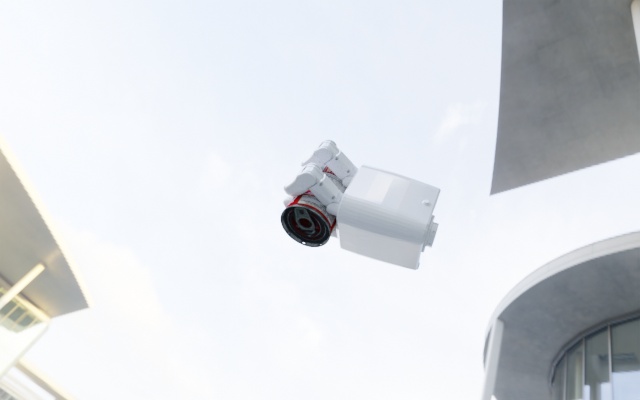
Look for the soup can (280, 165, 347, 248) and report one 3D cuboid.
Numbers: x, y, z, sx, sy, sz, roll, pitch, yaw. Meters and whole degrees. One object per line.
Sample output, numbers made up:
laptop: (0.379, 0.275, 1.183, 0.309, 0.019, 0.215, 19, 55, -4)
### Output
soup can: (0.000, 0.002, 0.624, 0.068, 0.068, 0.102, 0, 38, 29)
